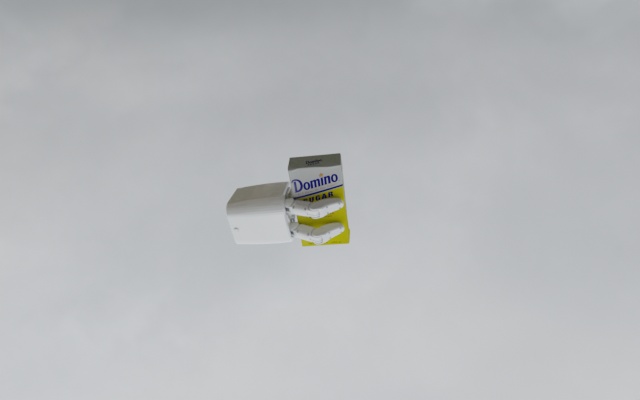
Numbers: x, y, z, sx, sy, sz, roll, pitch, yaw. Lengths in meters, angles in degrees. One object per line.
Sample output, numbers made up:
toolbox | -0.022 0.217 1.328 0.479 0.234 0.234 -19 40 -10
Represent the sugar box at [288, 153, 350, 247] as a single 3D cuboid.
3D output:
sugar box | 0.000 0.003 0.861 0.093 0.176 0.048 -5 38 6
